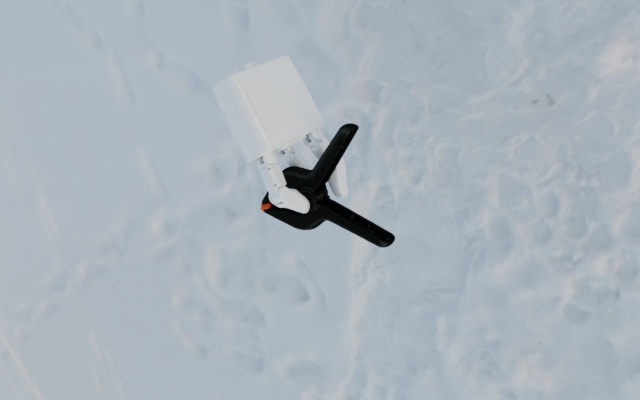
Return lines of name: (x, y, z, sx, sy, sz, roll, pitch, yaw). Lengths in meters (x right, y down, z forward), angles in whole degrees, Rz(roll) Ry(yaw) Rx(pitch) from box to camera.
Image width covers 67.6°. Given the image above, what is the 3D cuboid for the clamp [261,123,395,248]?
clamp: (-0.001, 0.002, 0.655, 0.210, 0.164, 0.036, -18, 9, 43)
